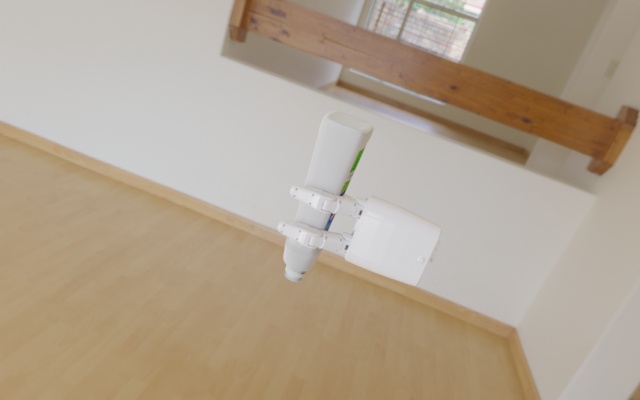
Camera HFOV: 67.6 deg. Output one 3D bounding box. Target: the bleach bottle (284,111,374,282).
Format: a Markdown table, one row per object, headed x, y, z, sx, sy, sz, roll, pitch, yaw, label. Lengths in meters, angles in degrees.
| x | y | z | sx | sy | sz | roll | pitch | yaw | label |
| --- | --- | --- | --- | --- | --- | --- | --- | --- | --- |
| 0.000 | 0.002 | 0.689 | 0.068 | 0.251 | 0.102 | 22 | 21 | 7 | bleach bottle |
